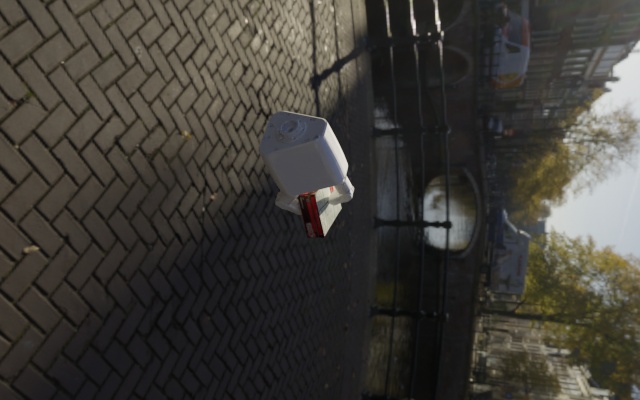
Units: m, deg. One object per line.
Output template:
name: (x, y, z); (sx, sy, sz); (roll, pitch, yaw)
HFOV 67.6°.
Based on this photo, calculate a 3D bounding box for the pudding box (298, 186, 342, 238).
pudding box: (0.000, 0.003, 0.868); (0.039, 0.090, 0.113); (0, 28, 23)
